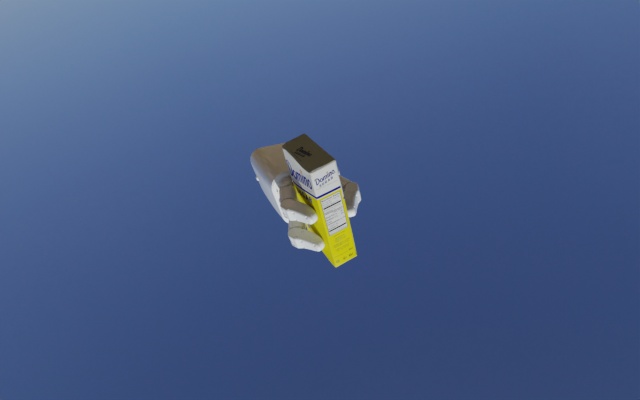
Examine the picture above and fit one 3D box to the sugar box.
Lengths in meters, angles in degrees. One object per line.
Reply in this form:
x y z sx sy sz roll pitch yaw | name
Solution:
0.000 0.002 0.678 0.048 0.176 0.093 -29 40 -13 | sugar box
